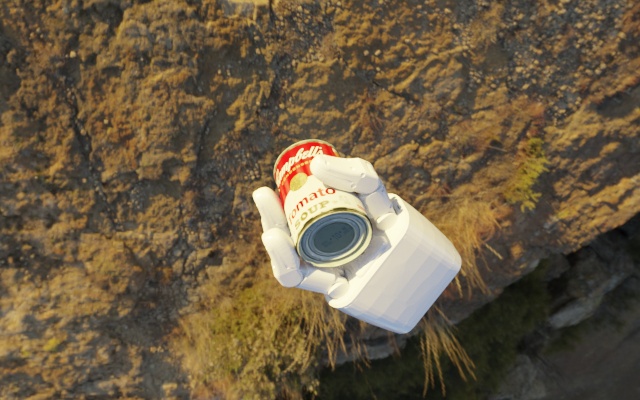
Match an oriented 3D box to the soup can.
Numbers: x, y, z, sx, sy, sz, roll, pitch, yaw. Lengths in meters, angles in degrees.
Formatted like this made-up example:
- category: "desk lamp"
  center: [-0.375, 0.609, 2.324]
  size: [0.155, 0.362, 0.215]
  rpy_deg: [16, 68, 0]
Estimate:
- category: "soup can"
  center: [0.000, 0.001, 0.427]
  size: [0.068, 0.068, 0.102]
  rpy_deg: [0, 39, -18]
